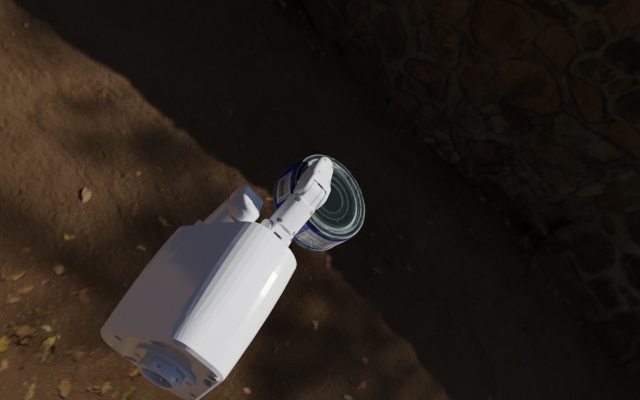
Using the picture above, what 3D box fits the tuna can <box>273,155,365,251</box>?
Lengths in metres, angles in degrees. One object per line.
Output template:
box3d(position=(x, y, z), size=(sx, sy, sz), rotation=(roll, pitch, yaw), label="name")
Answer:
box3d(position=(0.000, 0.001, 0.443), size=(0.086, 0.086, 0.034), rotation=(0, -21, -42), label="tuna can")
